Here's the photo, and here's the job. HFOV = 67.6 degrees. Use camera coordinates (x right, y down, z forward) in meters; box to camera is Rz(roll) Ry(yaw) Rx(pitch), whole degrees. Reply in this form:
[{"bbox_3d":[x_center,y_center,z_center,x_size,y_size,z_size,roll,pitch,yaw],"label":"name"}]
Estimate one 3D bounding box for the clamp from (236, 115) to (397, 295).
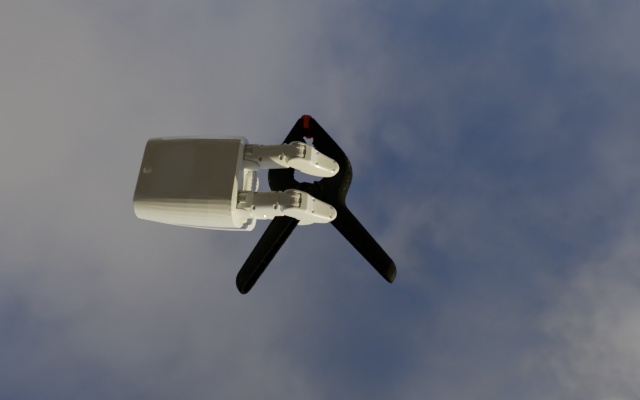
[{"bbox_3d":[0.000,0.002,0.524,0.164,0.210,0.036,2,-23,5],"label":"clamp"}]
